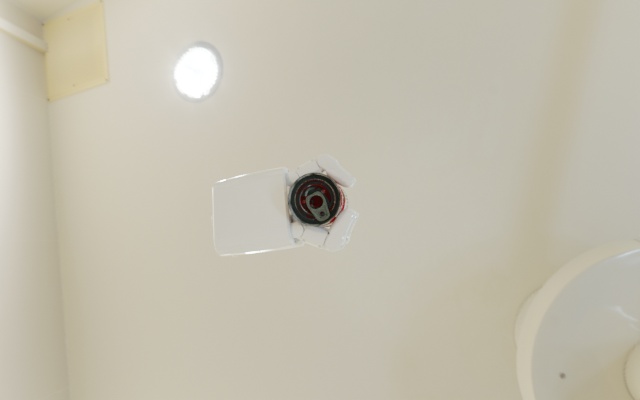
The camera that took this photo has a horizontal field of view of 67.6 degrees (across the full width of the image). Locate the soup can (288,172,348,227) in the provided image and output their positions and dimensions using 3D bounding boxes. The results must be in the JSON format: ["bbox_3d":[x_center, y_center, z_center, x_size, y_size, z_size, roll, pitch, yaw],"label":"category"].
[{"bbox_3d":[0.001,0.002,0.646,0.068,0.068,0.102,0,-4,9],"label":"soup can"}]
